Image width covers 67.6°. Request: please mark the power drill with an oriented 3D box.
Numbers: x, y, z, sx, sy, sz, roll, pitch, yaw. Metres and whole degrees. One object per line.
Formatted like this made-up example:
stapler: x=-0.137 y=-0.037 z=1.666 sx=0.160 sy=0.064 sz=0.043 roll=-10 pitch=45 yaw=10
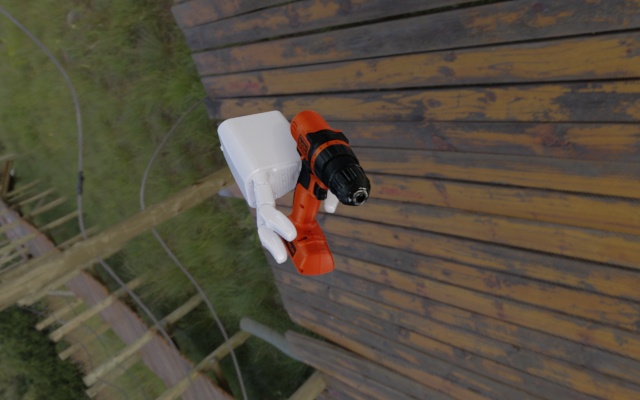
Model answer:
power drill: x=0.000 y=0.002 z=0.607 sx=0.057 sy=0.188 sz=0.184 roll=-2 pitch=35 yaw=-21
